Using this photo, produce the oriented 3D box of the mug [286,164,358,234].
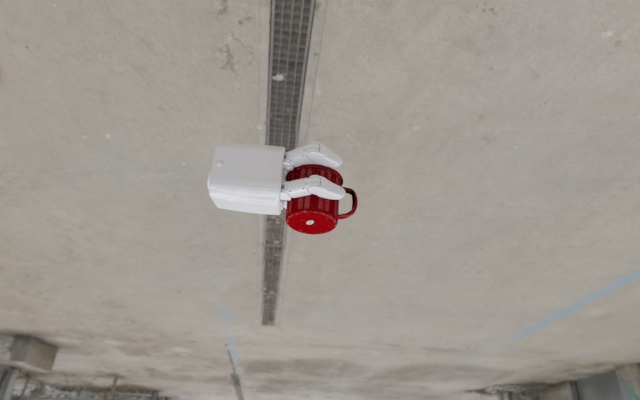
[{"bbox_3d":[0.002,0.003,0.753,0.117,0.081,0.093,5,-30,-2],"label":"mug"}]
